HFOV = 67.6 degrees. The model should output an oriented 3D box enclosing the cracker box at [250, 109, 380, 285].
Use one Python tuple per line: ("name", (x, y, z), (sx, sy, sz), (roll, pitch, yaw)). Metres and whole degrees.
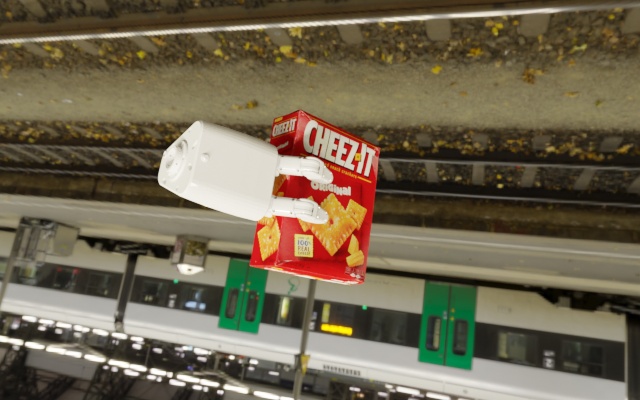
("cracker box", (0.000, 0.002, 0.680), (0.164, 0.213, 0.072), (19, -17, -38))
